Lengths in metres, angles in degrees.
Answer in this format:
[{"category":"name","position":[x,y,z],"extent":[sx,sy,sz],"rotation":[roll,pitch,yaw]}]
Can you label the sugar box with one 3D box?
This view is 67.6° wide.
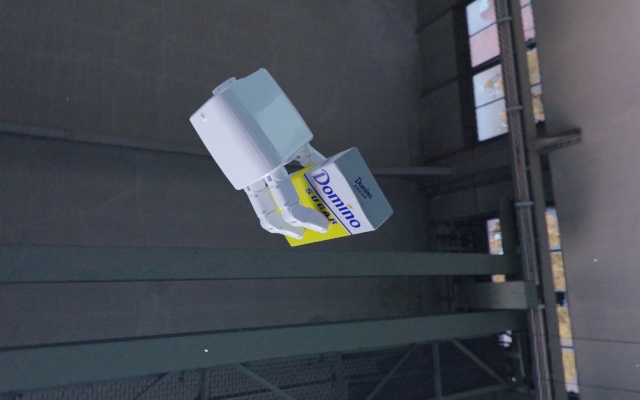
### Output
[{"category":"sugar box","position":[0.000,0.002,0.605],"extent":[0.048,0.093,0.176],"rotation":[-38,12,-33]}]
